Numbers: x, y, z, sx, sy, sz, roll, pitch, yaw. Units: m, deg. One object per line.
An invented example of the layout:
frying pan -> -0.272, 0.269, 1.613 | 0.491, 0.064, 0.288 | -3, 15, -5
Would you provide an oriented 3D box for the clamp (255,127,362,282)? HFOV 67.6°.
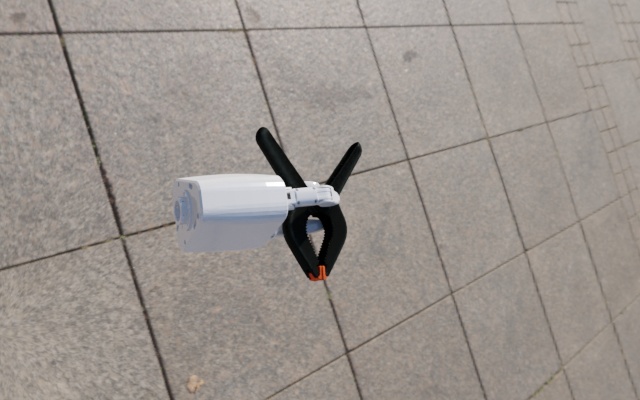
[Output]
clamp -> 0.000, 0.003, 0.653 | 0.164, 0.210, 0.036 | -3, -11, -30
